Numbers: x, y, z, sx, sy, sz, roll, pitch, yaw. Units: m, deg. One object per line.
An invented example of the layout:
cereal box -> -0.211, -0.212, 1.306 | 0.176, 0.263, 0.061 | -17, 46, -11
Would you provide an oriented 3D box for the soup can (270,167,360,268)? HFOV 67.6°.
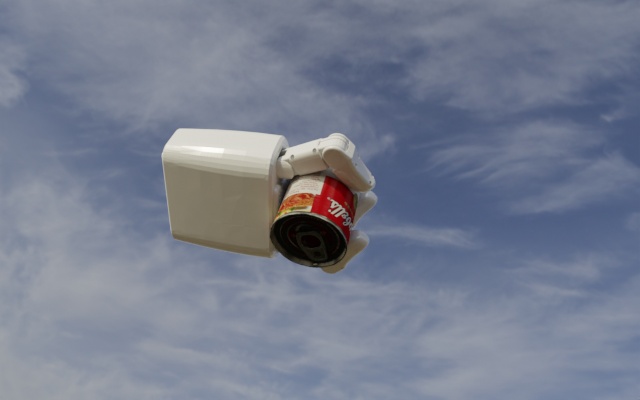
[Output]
soup can -> 0.001, 0.001, 0.440 | 0.068, 0.069, 0.102 | 0, 42, 17
